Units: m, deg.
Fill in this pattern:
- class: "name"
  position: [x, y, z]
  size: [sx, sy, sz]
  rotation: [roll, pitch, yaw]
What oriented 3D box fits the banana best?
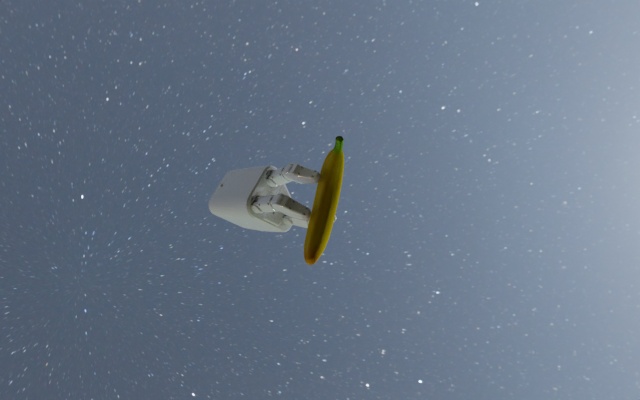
- class: "banana"
  position: [0.005, 0.003, 0.732]
  size: [0.037, 0.197, 0.070]
  rotation: [9, -10, 15]
